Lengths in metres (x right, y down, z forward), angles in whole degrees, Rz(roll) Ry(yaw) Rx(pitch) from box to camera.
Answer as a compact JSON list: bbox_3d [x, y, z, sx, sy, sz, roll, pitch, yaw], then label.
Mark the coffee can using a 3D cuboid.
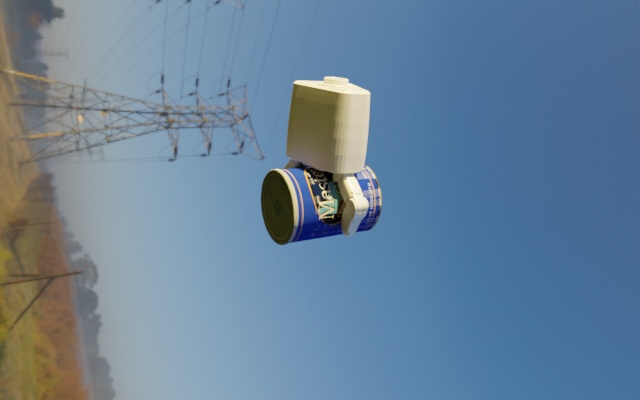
[{"bbox_3d":[0.000,0.002,0.676,0.140,0.103,0.103,-7,3,-30],"label":"coffee can"}]
